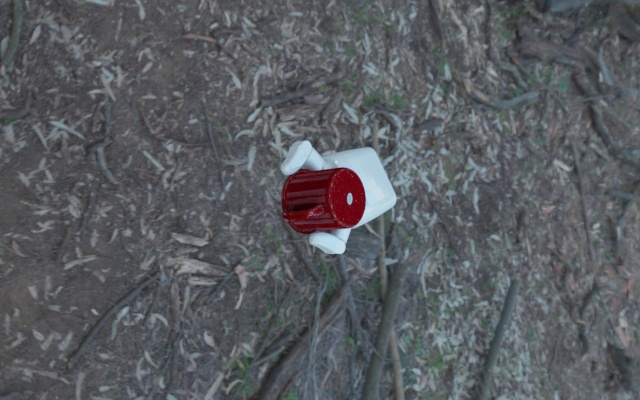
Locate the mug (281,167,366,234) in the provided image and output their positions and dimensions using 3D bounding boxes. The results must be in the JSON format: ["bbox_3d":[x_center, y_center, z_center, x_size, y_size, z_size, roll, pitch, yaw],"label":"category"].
[{"bbox_3d":[-0.001,0.002,0.638,0.081,0.093,0.117,-5,13,42],"label":"mug"}]
